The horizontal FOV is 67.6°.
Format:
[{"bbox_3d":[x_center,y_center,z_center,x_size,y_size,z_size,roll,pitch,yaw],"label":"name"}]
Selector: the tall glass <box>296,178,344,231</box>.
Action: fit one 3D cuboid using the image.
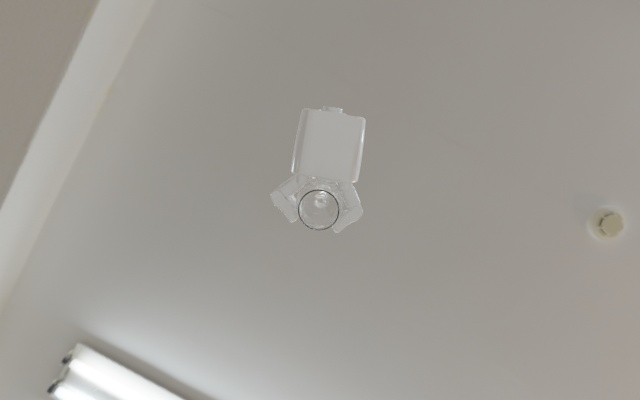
[{"bbox_3d":[0.000,0.003,0.804,0.079,0.079,0.201,0,7,2],"label":"tall glass"}]
